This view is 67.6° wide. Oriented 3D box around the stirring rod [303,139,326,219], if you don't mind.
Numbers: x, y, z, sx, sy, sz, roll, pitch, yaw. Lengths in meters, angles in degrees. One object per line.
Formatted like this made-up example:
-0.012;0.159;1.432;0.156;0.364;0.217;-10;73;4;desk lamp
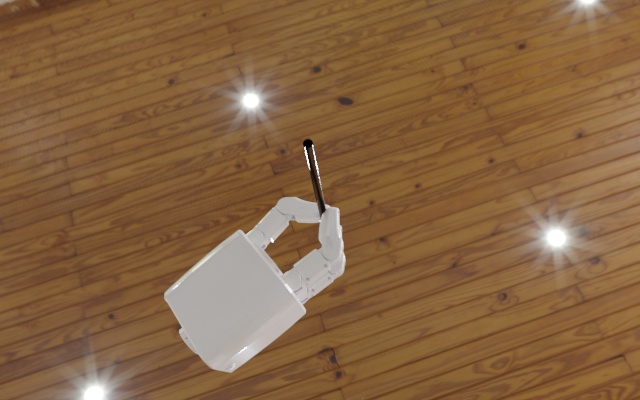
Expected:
0.000;0.002;0.481;0.011;0.011;0.240;0;-22;5;stirring rod
